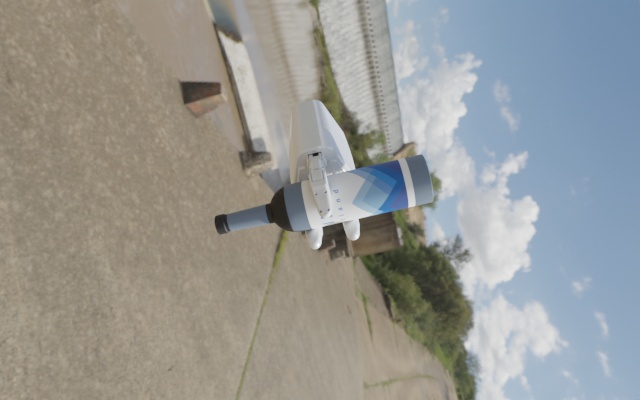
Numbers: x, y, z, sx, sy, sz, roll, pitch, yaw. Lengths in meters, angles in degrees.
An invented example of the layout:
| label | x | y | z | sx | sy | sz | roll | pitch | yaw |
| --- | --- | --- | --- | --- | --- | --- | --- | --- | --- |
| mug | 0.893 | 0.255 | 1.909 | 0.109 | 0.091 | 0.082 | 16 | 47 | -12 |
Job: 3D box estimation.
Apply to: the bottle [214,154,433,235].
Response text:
| label | x | y | z | sx | sy | sz | roll | pitch | yaw |
| --- | --- | --- | --- | --- | --- | --- | --- | --- | --- |
| bottle | 0.000 | 0.002 | 0.653 | 0.296 | 0.069 | 0.069 | -13 | -1 | 4 |
